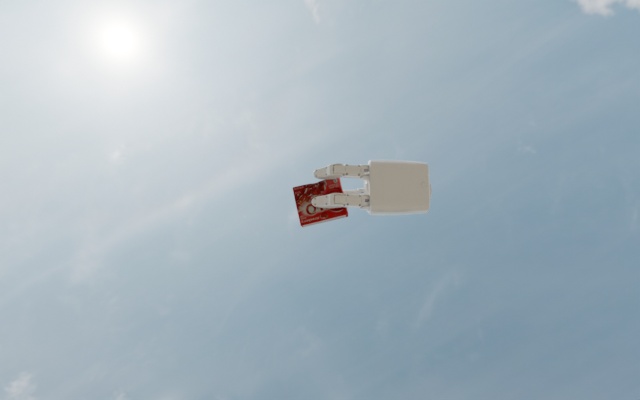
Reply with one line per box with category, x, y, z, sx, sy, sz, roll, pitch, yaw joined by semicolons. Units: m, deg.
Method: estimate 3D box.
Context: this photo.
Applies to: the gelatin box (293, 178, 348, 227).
gelatin box;0.000;0.003;0.868;0.089;0.073;0.030;-13;-11;2
